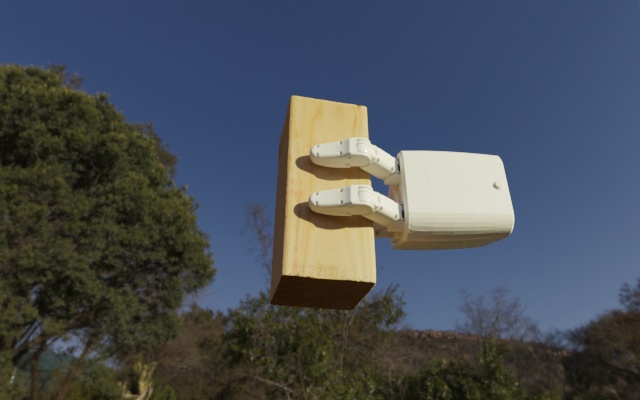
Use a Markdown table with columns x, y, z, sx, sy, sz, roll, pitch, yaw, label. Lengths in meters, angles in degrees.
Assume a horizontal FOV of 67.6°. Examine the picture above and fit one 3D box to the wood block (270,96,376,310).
| x | y | z | sx | sy | sz | roll | pitch | yaw | label |
| --- | --- | --- | --- | --- | --- | --- | --- | --- | --- |
| 0.000 | 0.002 | 0.510 | 0.090 | 0.206 | 0.091 | 6 | -31 | -10 | wood block |
